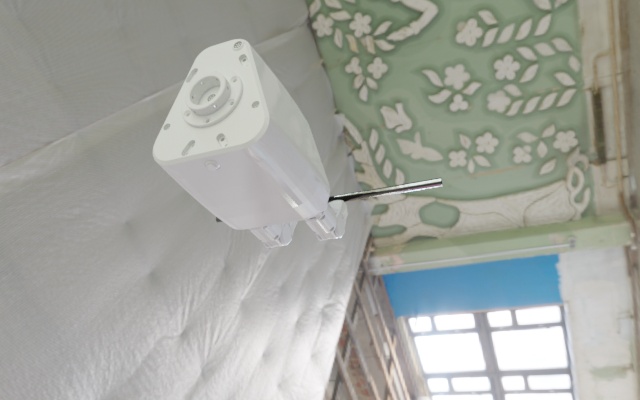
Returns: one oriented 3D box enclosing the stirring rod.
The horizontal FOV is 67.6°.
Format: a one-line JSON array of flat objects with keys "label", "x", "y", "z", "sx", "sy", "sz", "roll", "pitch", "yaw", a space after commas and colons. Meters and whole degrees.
[{"label": "stirring rod", "x": 0.000, "y": 0.001, "z": 0.481, "sx": 0.239, "sy": 0.011, "sz": 0.011, "roll": -10, "pitch": -3, "yaw": 19}]
